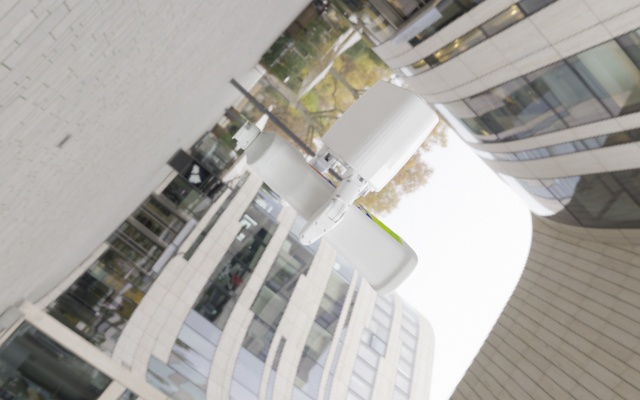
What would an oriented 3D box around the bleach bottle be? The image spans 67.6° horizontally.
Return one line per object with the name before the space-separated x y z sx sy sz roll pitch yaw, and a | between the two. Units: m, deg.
bleach bottle | 0.000 0.002 0.564 0.251 0.068 0.102 42 6 -13
